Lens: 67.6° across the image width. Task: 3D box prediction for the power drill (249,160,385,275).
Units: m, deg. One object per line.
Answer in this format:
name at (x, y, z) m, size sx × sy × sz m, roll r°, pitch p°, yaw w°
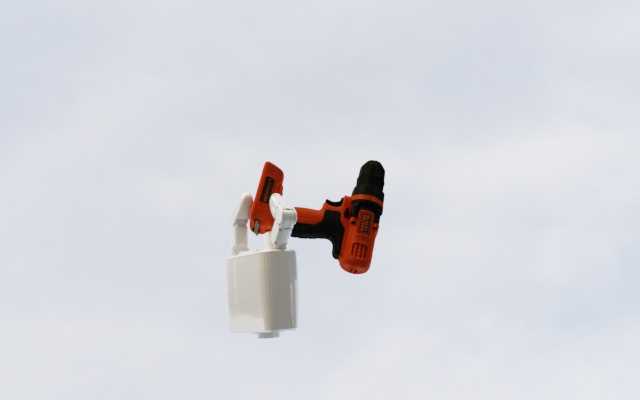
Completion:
power drill at (0.000, 0.002, 0.702) m, size 0.187 × 0.184 × 0.057 m, roll 14°, pitch -28°, yaw -1°
